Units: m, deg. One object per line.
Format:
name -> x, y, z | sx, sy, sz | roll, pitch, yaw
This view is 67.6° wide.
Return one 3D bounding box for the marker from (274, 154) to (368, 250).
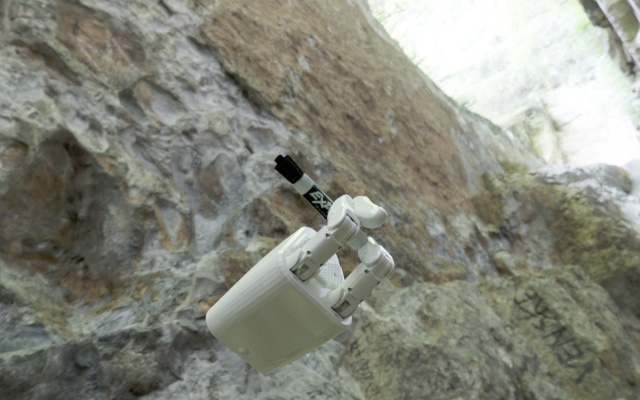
marker -> 0.000, 0.001, 0.460 | 0.121, 0.020, 0.020 | 46, -17, -17
